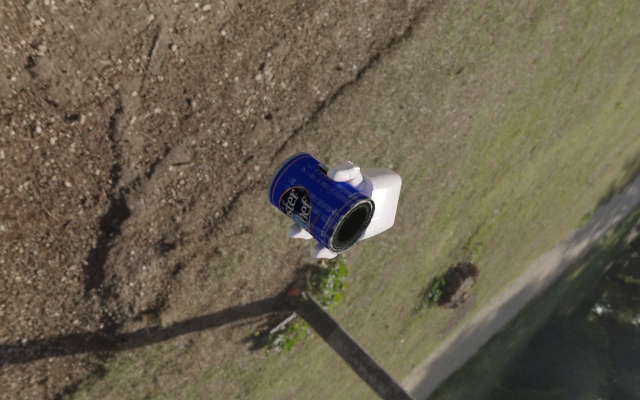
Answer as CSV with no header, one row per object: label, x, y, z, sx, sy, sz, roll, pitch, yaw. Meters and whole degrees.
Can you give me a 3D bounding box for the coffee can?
coffee can,0.000,0.002,0.746,0.140,0.103,0.103,37,20,28
